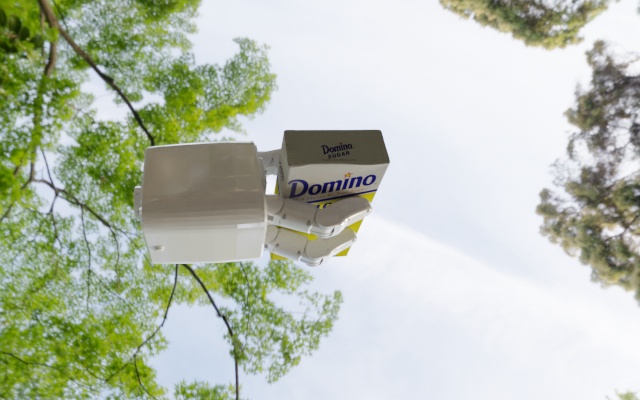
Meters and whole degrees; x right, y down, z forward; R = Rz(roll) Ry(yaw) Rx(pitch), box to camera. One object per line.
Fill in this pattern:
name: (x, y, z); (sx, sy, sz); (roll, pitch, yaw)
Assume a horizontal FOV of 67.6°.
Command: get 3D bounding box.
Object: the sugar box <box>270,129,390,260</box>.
sugar box: (0.000, 0.002, 0.483); (0.093, 0.048, 0.176); (-2, -31, -13)
